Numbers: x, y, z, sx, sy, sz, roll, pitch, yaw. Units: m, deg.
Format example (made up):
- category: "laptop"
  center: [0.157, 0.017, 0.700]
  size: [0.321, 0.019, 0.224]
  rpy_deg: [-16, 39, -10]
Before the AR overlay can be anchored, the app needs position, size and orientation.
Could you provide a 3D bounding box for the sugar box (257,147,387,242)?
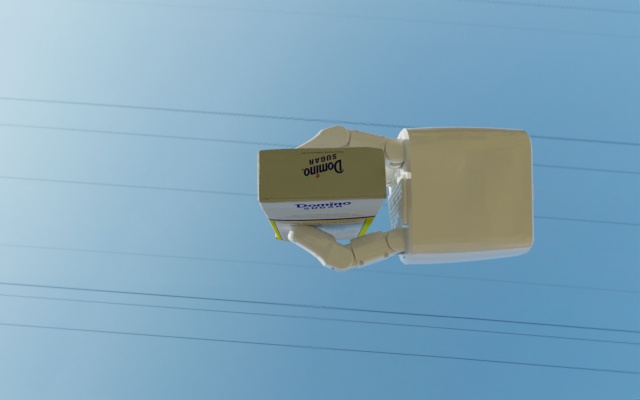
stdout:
- category: "sugar box"
  center: [0.000, 0.001, 0.420]
  size: [0.093, 0.048, 0.176]
  rpy_deg: [-2, -16, -2]
